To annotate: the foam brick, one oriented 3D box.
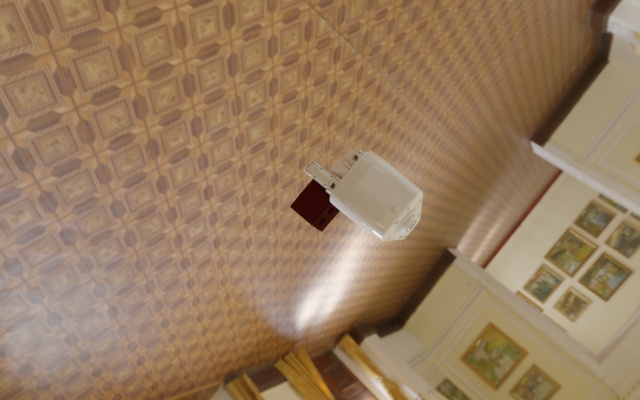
[{"bbox_3d":[0.000,0.003,0.769,0.051,0.078,0.053,40,0,25],"label":"foam brick"}]
